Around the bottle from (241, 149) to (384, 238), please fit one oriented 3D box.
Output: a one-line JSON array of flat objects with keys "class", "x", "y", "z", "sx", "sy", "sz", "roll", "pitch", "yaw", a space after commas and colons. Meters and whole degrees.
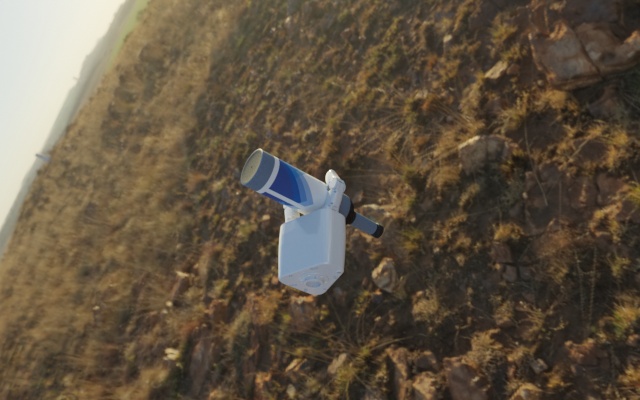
[{"class": "bottle", "x": 0.000, "y": 0.003, "z": 0.859, "sx": 0.296, "sy": 0.069, "sz": 0.069, "roll": 27, "pitch": -14, "yaw": -29}]
